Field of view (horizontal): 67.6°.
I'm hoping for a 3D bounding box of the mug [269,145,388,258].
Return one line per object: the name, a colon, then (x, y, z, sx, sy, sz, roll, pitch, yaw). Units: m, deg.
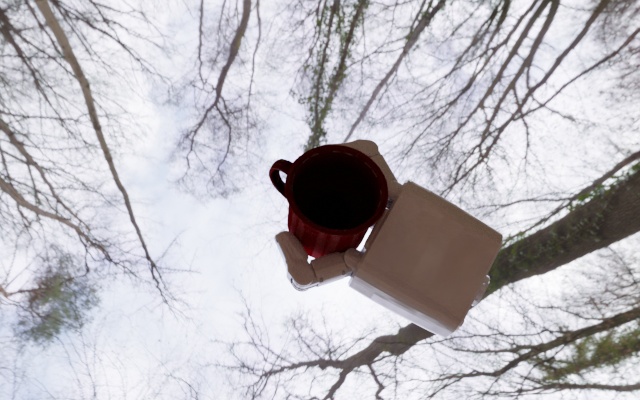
mug: (-0.001, 0.001, 0.460, 0.117, 0.093, 0.081, 29, -27, 8)
